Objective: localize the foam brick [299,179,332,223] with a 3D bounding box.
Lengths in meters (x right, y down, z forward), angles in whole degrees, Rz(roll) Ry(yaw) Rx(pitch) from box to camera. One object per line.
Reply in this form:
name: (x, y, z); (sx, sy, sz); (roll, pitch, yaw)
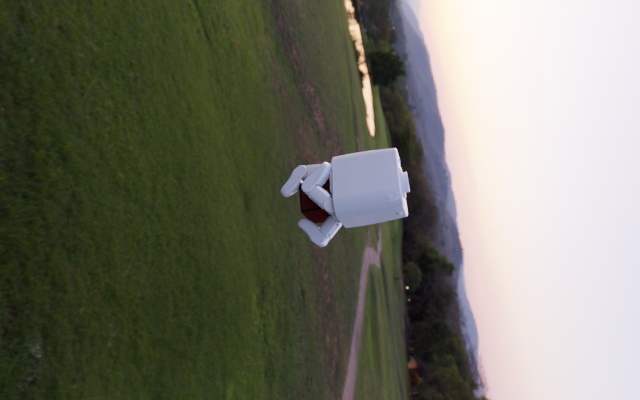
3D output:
foam brick: (0.000, 0.003, 0.809); (0.051, 0.053, 0.078); (-9, -18, 13)
